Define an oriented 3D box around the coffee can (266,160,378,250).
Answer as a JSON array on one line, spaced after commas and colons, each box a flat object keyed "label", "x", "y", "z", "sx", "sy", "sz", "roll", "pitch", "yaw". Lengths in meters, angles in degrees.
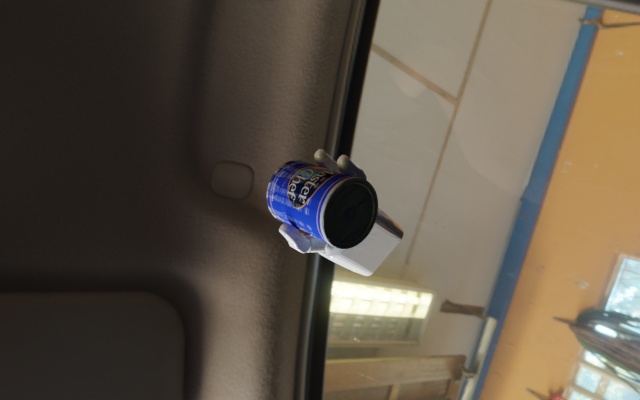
[{"label": "coffee can", "x": 0.000, "y": 0.002, "z": 0.707, "sx": 0.103, "sy": 0.103, "sz": 0.140, "roll": 0, "pitch": 14, "yaw": -40}]
